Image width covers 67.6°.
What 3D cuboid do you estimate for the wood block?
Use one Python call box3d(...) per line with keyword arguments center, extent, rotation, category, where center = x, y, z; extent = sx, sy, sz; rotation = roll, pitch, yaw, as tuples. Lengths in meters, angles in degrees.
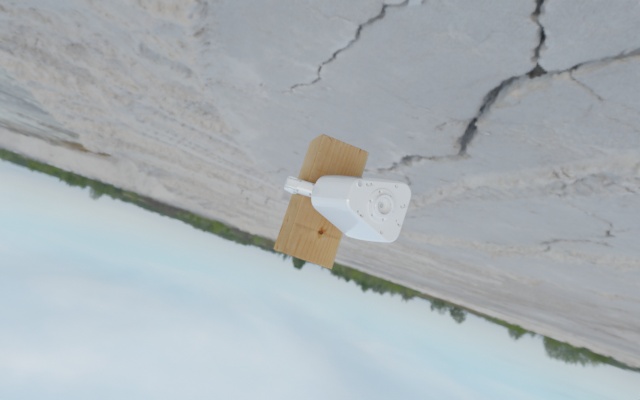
box3d(center=(0.000, 0.003, 0.823), extent=(0.091, 0.206, 0.090), rotation=(20, -7, -14), category="wood block")
